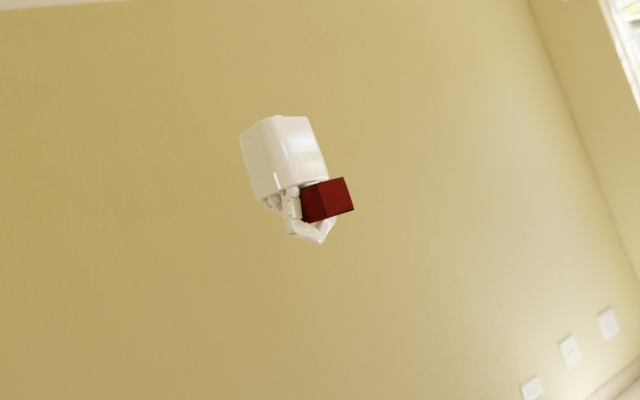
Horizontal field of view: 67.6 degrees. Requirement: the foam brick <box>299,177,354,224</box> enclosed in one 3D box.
[{"bbox_3d":[0.000,0.002,0.694,0.053,0.051,0.078,-14,-4,-38],"label":"foam brick"}]
